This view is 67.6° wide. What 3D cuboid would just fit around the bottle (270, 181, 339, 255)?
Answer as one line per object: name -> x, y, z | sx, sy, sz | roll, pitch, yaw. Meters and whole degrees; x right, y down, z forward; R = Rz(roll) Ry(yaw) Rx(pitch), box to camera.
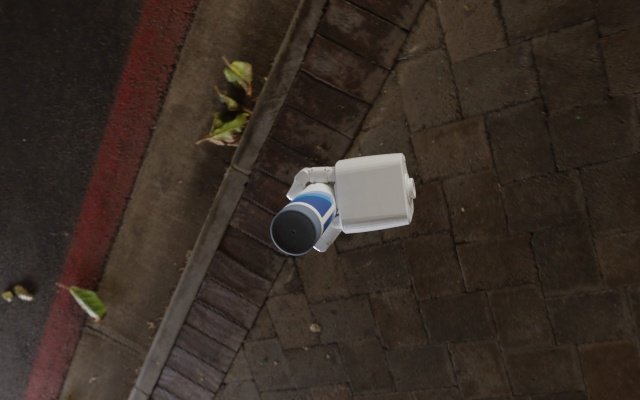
bottle -> 0.000, 0.003, 0.778 | 0.069, 0.069, 0.295 | 0, 16, 15
